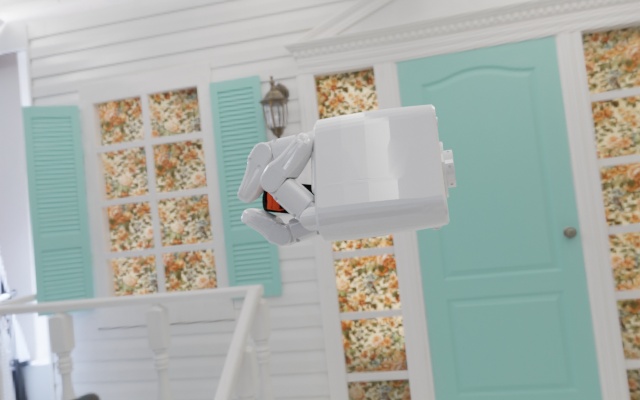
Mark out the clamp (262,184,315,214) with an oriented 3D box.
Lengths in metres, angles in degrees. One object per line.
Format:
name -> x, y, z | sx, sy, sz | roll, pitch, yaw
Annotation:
clamp -> 0.000, 0.001, 0.517 | 0.120, 0.039, 0.171 | -8, -5, 15
